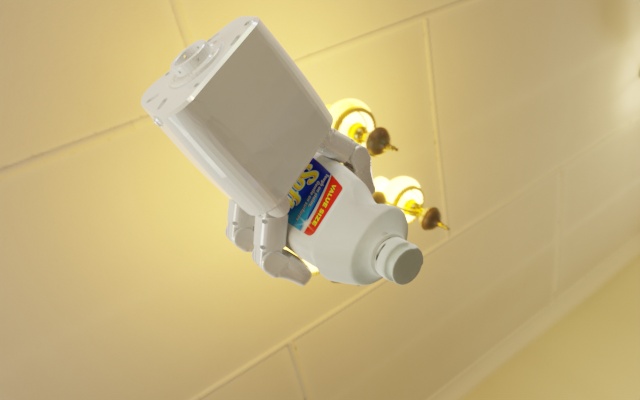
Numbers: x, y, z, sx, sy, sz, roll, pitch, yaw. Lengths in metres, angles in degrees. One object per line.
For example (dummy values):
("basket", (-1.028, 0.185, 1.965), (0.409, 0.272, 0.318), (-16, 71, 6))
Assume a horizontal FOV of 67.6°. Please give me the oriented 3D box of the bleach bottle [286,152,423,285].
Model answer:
("bleach bottle", (0.000, 0.001, 0.430), (0.250, 0.102, 0.068), (30, -18, 52))
